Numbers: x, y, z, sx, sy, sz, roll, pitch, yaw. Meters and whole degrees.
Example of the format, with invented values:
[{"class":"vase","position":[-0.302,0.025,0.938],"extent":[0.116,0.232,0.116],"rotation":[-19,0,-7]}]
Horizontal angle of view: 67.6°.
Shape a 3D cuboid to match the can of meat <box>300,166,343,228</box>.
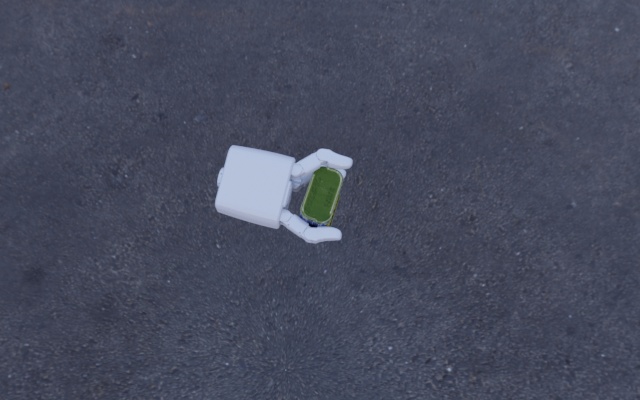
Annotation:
[{"class":"can of meat","position":[0.000,0.003,0.797],"extent":[0.057,0.102,0.084],"rotation":[17,-20,3]}]
